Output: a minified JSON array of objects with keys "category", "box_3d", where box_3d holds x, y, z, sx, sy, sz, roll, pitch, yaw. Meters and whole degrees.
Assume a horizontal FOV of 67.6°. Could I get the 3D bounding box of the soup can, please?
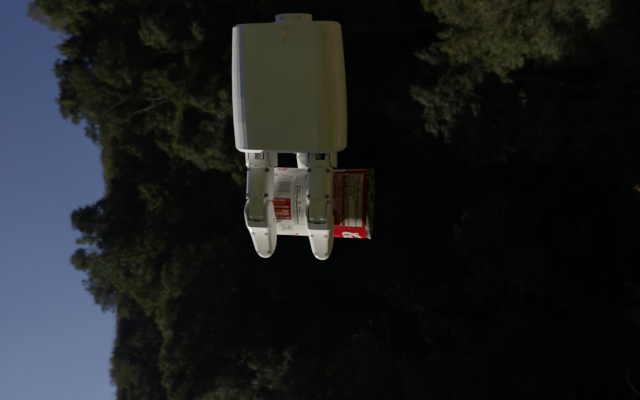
[{"category":"soup can","box_3d":[0.000,0.002,0.468,0.102,0.068,0.068,2,0,10]}]
